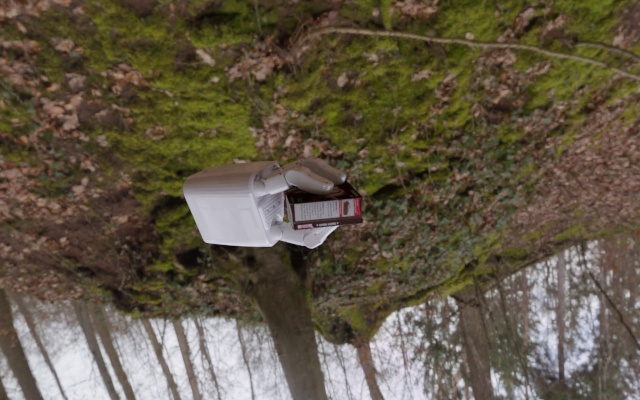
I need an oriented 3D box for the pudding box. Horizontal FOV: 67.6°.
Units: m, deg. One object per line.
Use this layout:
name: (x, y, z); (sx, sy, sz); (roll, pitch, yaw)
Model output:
pudding box: (0.000, 0.002, 0.620); (0.090, 0.039, 0.113); (-6, 17, -8)
